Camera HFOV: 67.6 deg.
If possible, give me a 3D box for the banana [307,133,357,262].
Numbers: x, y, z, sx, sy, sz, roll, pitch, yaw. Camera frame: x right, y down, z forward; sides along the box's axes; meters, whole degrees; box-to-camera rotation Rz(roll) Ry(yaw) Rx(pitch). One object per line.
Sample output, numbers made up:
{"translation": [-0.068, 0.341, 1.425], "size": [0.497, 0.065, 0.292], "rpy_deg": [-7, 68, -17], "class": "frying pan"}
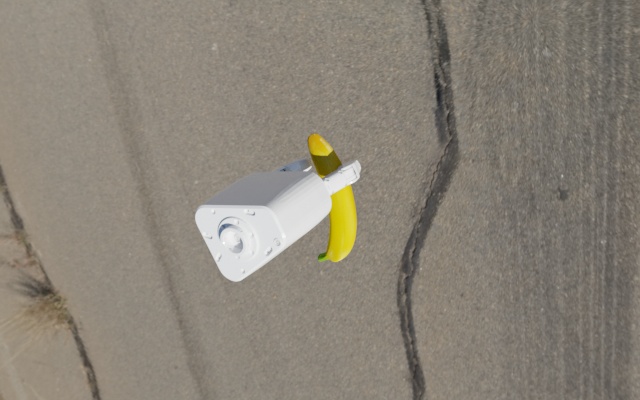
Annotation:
{"translation": [0.017, 0.008, 0.647], "size": [0.069, 0.198, 0.037], "rpy_deg": [10, 27, 27], "class": "banana"}
